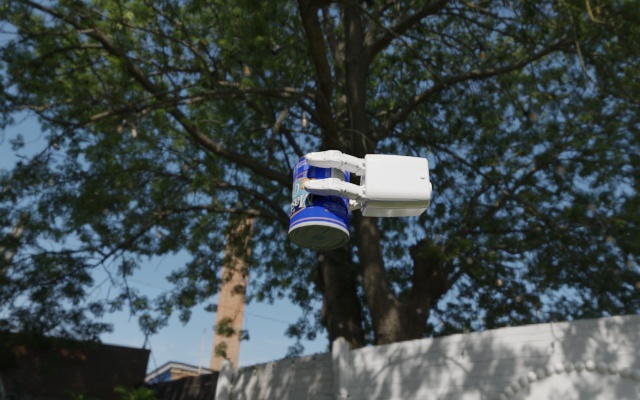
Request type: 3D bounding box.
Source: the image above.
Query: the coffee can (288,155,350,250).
[{"bbox_3d":[0.000,0.003,0.832,0.103,0.140,0.103,2,-29,1],"label":"coffee can"}]
